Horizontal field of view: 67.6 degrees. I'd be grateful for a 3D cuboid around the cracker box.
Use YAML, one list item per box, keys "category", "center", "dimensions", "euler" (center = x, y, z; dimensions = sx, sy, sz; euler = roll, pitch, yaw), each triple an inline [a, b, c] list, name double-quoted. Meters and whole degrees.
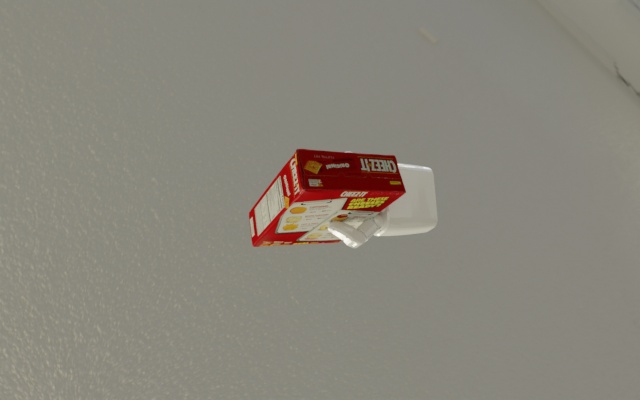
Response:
- category: "cracker box"
  center: [0.000, 0.003, 0.735]
  dimensions: [0.164, 0.072, 0.214]
  euler: [0, -25, -28]
